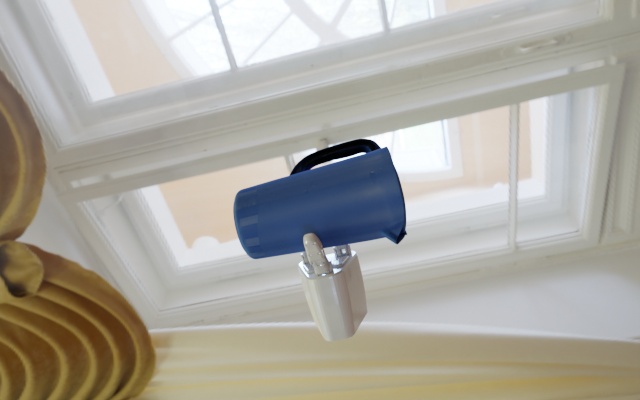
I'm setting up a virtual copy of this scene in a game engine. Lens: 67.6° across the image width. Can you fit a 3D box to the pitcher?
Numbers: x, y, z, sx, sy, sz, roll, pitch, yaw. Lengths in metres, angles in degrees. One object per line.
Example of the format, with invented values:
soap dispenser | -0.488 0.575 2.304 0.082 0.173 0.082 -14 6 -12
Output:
pitcher | 0.000 0.003 0.713 0.243 0.145 0.149 -13 12 6
